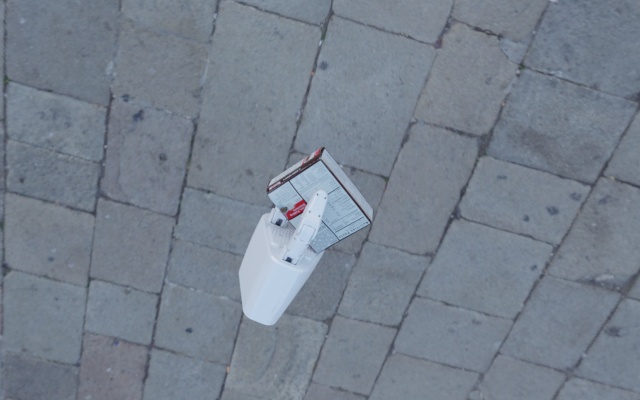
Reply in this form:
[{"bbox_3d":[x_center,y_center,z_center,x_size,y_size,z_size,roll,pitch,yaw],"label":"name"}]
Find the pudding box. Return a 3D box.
[{"bbox_3d":[0.000,0.002,0.604,0.090,0.113,0.039,-31,23,21],"label":"pudding box"}]
